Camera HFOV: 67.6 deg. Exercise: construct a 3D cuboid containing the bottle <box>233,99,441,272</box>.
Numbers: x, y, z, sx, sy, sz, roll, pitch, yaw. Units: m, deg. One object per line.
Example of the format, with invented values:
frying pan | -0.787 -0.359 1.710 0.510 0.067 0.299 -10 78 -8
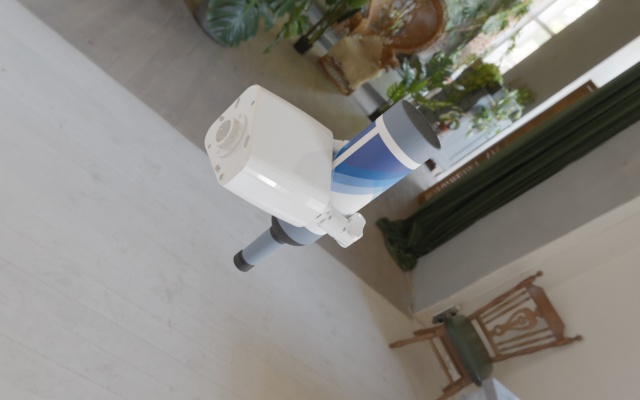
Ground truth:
bottle | 0.000 0.002 0.557 0.296 0.069 0.069 -38 -19 27
